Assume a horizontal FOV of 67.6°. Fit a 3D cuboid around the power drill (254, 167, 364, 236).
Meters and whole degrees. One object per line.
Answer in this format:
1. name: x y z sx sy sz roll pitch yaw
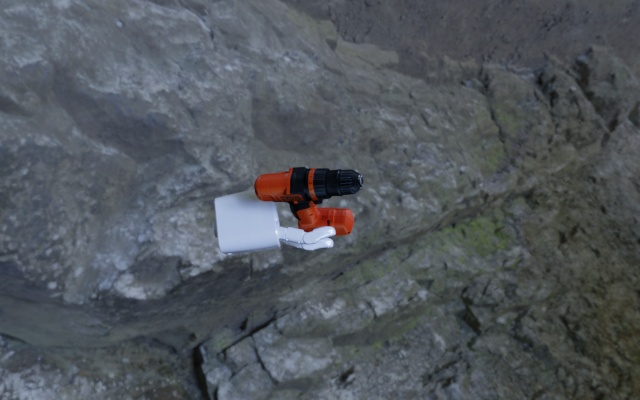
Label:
1. power drill: 0.000 0.003 0.837 0.184 0.057 0.188 -1 -28 19
